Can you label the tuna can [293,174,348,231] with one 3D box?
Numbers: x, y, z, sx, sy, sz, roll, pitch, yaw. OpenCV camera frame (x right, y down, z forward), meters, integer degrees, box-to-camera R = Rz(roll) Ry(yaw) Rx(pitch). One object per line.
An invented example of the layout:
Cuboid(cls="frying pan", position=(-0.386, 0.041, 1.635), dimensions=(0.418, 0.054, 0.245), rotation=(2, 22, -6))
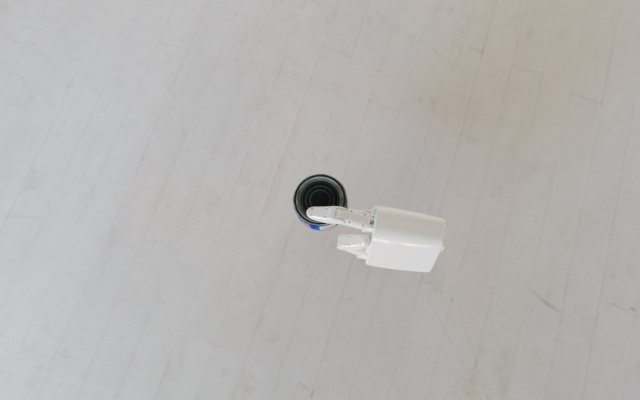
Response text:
Cuboid(cls="tuna can", position=(0.000, 0.002, 0.747), dimensions=(0.086, 0.086, 0.034), rotation=(0, -15, 5))
